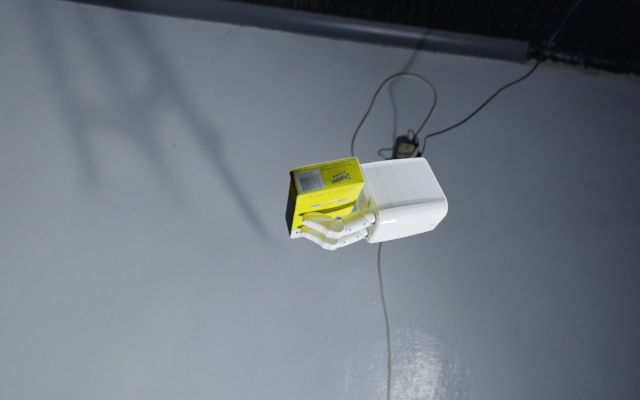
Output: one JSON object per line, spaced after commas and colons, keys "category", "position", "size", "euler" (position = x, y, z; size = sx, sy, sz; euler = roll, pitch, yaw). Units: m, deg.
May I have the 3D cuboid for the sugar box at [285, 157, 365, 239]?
{"category": "sugar box", "position": [0.000, 0.003, 0.689], "size": [0.093, 0.048, 0.176], "euler": [-12, -23, -10]}
